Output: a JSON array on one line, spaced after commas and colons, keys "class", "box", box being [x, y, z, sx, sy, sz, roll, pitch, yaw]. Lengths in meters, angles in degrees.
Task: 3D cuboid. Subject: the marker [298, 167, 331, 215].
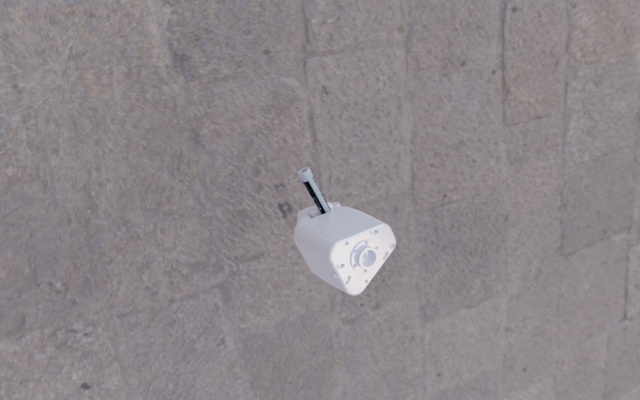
[{"class": "marker", "box": [0.000, 0.002, 0.747, 0.020, 0.121, 0.020, -23, 26, 12]}]
